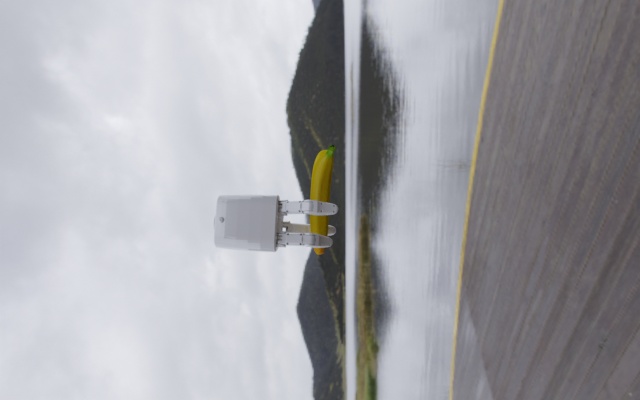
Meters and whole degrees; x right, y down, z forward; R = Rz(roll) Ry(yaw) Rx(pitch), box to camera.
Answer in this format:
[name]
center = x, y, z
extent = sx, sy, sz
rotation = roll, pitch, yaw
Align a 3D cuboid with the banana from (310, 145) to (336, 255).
[banana]
center = 0.000, -0.005, 0.855
extent = 0.037, 0.198, 0.069
rotation = 4, 14, -2
